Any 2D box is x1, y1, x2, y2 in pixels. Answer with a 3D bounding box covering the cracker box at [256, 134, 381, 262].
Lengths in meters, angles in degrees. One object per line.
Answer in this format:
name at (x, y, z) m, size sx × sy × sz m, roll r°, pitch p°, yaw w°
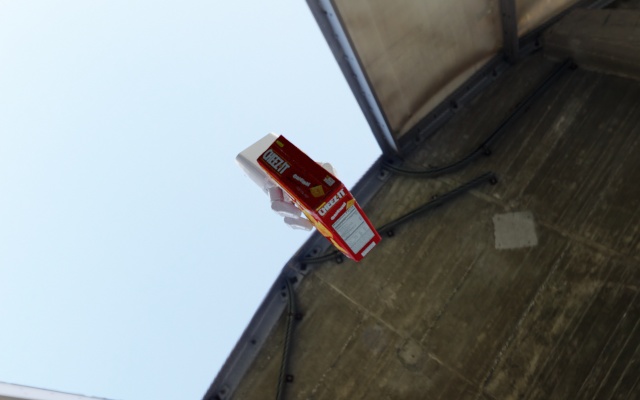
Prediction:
cracker box at (0.000, 0.003, 0.830) m, size 0.164 × 0.072 × 0.214 m, roll 40°, pitch -6°, yaw 36°
